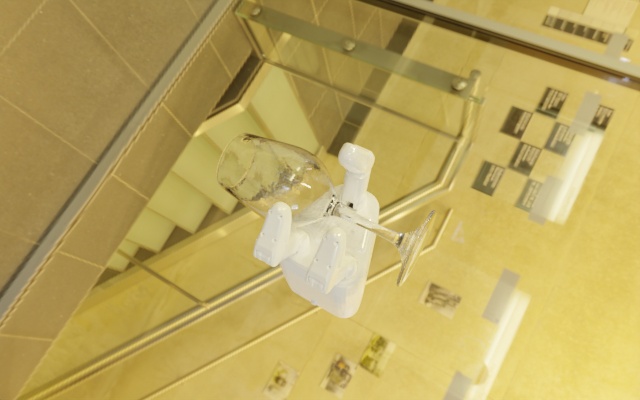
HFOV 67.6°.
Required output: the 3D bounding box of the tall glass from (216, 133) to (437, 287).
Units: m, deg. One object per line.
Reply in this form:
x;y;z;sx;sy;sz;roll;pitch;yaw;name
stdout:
0.001;0.002;0.448;0.201;0.079;0.079;26;9;18;tall glass
